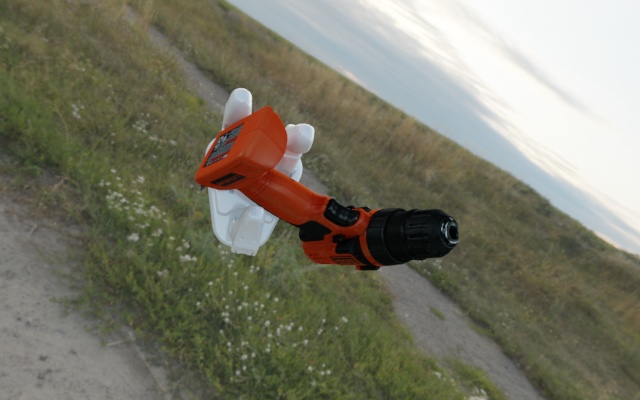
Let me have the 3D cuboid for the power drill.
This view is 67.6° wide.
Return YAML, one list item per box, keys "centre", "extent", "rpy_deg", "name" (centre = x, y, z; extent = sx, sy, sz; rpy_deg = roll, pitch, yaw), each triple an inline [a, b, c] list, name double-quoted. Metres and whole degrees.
- centre: [0.000, 0.001, 0.413]
  extent: [0.188, 0.057, 0.184]
  rpy_deg: [37, -29, -27]
  name: "power drill"
